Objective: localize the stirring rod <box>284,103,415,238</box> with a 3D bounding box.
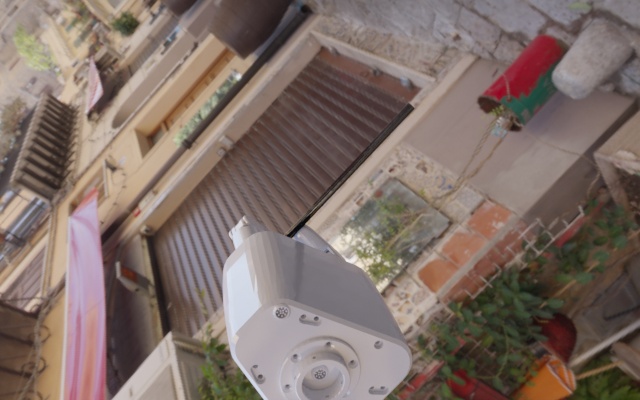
[{"bbox_3d":[0.000,0.001,0.442,0.011,0.239,0.011,43,4,-4],"label":"stirring rod"}]
